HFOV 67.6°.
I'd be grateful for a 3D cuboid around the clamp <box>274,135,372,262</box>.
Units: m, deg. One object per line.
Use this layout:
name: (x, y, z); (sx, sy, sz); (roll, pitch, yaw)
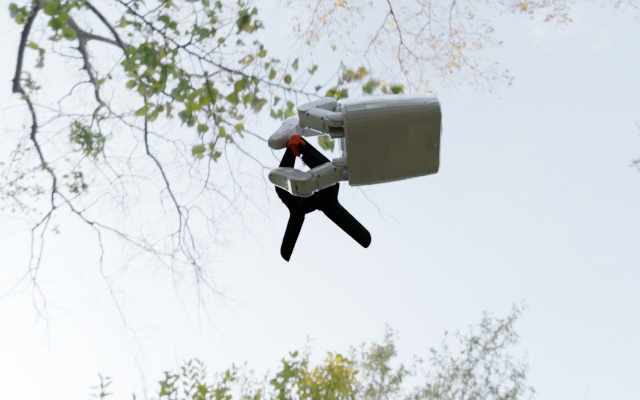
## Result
clamp: (0.000, 0.001, 0.587); (0.120, 0.172, 0.039); (-6, 32, 0)
